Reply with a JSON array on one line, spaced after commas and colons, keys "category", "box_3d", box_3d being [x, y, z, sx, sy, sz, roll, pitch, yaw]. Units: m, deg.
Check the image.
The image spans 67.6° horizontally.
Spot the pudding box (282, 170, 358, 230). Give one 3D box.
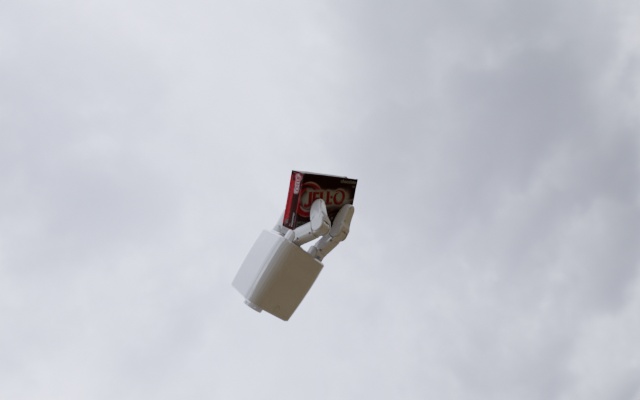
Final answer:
[{"category": "pudding box", "box_3d": [0.000, 0.002, 0.748, 0.113, 0.090, 0.039, 3, 12, -41]}]
